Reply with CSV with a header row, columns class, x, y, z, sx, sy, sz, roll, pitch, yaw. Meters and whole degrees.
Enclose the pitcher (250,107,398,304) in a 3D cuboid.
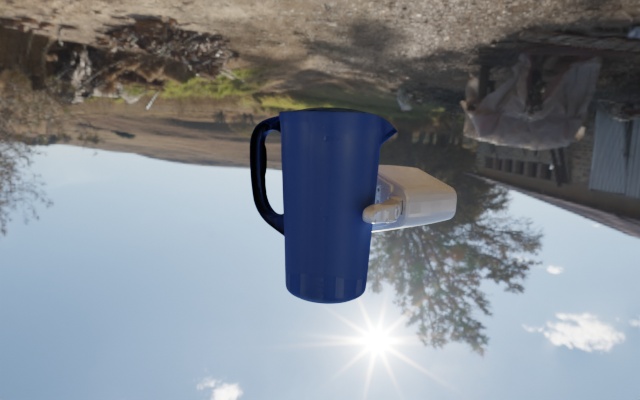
class,x,y,z,sx,sy,sz,roll,pitch,yaw
pitcher,0.000,0.002,0.622,0.145,0.243,0.149,-4,10,-35
